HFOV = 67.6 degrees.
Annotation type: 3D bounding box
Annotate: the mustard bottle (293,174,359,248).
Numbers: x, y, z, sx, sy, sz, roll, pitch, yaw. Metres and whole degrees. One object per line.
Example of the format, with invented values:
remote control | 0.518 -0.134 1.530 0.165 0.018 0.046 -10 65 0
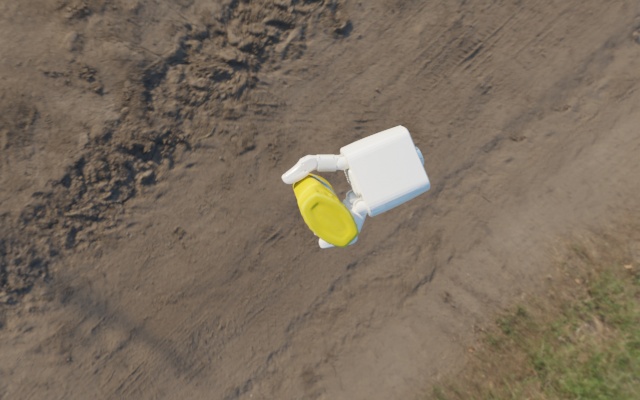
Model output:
mustard bottle | 0.000 0.003 0.753 0.096 0.058 0.191 42 6 -17
